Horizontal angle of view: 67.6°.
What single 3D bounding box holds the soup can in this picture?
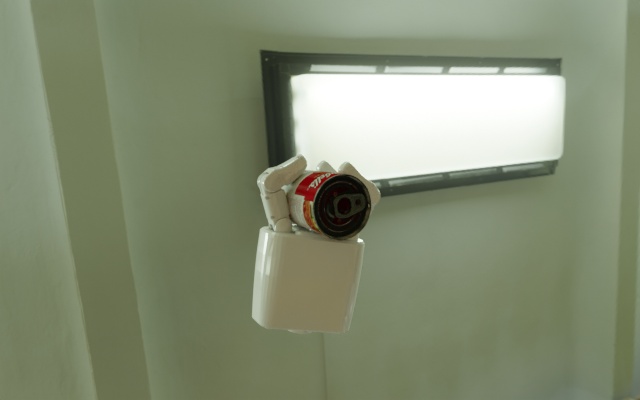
[{"bbox_3d":[0.000,0.001,0.526,0.068,0.068,0.102,0,6,-27],"label":"soup can"}]
